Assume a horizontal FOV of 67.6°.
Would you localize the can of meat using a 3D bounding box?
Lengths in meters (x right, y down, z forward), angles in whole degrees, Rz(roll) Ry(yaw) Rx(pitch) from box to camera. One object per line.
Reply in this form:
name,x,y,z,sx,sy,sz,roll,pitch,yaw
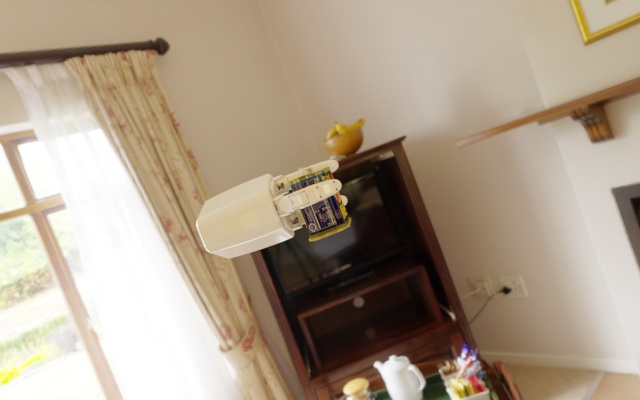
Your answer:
can of meat,0.000,0.002,0.656,0.057,0.084,0.102,-21,3,7
